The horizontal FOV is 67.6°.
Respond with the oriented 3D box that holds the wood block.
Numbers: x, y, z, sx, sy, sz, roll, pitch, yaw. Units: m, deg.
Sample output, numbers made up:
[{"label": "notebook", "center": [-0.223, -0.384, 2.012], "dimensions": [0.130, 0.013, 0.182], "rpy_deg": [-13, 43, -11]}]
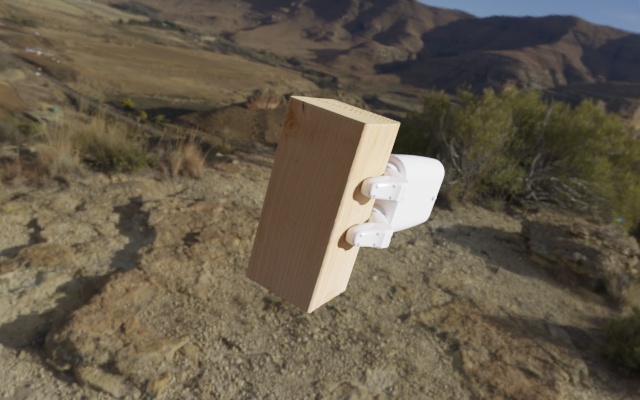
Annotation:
[{"label": "wood block", "center": [0.000, 0.001, 0.519], "dimensions": [0.091, 0.206, 0.090], "rpy_deg": [25, 20, 25]}]
